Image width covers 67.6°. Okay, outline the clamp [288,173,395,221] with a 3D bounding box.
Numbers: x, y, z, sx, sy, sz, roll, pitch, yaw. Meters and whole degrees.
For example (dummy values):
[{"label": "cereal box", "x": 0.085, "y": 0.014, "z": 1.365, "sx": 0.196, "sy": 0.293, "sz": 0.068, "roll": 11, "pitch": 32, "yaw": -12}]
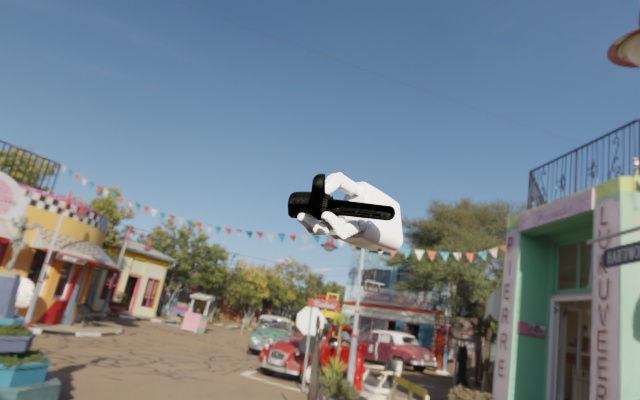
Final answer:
[{"label": "clamp", "x": 0.000, "y": 0.002, "z": 0.821, "sx": 0.164, "sy": 0.036, "sz": 0.210, "roll": 28, "pitch": -23, "yaw": -37}]
